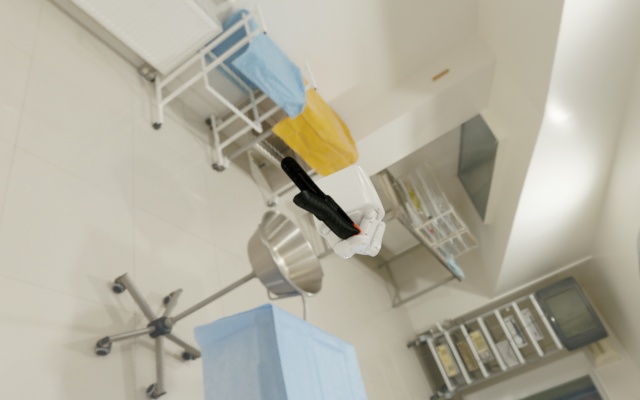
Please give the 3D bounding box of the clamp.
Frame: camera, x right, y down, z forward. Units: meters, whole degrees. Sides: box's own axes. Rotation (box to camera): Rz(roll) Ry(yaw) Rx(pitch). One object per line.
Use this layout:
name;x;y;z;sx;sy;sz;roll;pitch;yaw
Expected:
clamp;0.001;0.002;0.743;0.039;0.120;0.171;-34;-46;14
